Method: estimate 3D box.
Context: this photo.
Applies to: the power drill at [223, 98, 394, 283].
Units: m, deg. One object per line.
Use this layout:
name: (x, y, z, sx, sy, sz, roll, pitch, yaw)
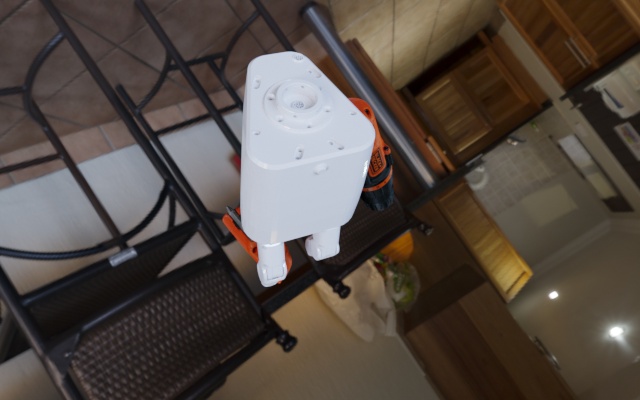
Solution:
power drill: (0.000, 0.002, 0.519, 0.057, 0.187, 0.184, 42, -10, 34)
